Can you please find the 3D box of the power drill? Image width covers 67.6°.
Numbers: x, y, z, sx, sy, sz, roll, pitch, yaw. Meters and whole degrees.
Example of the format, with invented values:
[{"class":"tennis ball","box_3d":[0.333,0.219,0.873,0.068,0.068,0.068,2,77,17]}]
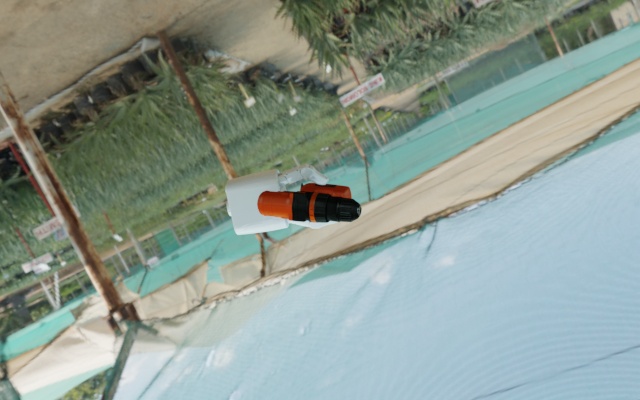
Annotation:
[{"class":"power drill","box_3d":[0.000,0.003,0.881,0.184,0.057,0.187,6,6,17]}]
